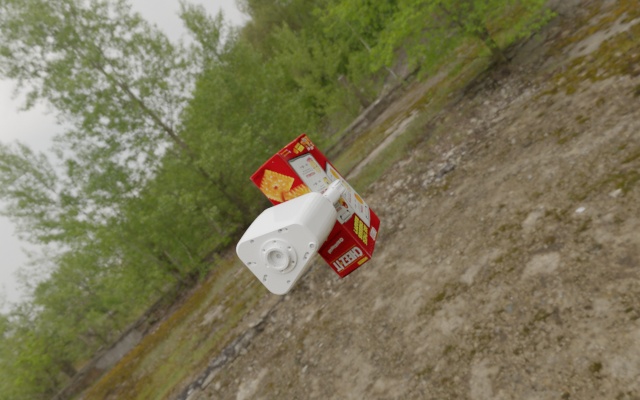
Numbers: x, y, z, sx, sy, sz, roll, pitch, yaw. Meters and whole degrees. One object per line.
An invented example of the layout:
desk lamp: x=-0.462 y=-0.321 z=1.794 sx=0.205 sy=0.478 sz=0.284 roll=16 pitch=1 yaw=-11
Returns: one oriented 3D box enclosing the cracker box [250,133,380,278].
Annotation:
cracker box: x=0.000 y=0.002 z=0.792 sx=0.072 sy=0.214 sz=0.164 roll=-39 pitch=7 yaw=21
